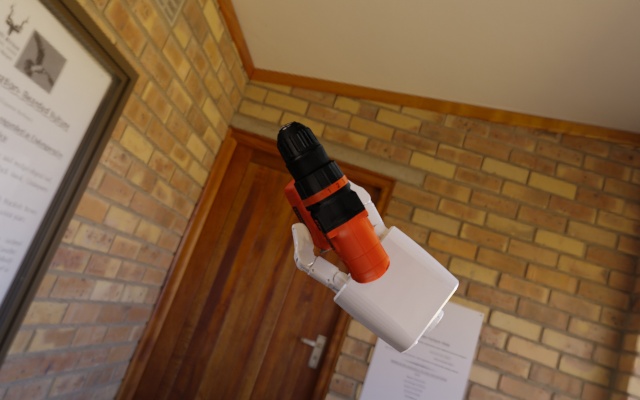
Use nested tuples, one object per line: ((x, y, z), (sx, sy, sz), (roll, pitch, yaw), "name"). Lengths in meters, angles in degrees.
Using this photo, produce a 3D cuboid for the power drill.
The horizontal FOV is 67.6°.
((0.000, 0.002, 0.559), (0.057, 0.184, 0.187), (-30, 5, -6), "power drill")
